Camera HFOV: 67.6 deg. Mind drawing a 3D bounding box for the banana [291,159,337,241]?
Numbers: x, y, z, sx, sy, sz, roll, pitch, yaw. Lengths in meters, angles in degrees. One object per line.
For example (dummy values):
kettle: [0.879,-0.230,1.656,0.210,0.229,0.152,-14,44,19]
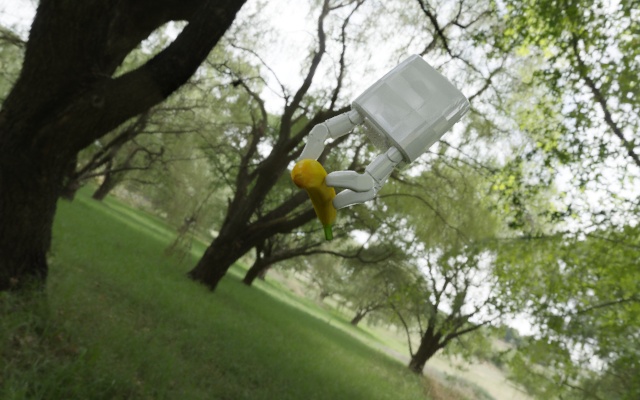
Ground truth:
banana: [-0.003,-0.013,0.619,0.037,0.069,0.198,-18,-27,6]
